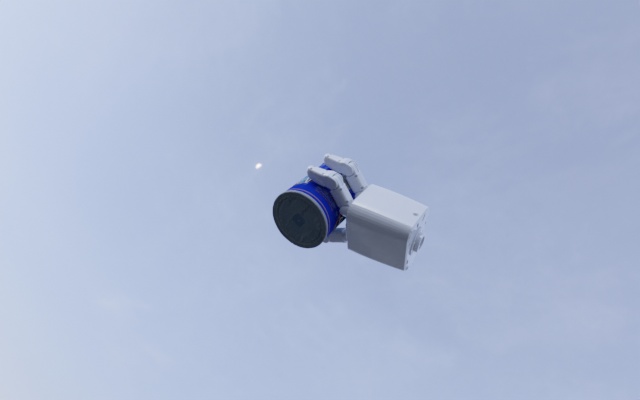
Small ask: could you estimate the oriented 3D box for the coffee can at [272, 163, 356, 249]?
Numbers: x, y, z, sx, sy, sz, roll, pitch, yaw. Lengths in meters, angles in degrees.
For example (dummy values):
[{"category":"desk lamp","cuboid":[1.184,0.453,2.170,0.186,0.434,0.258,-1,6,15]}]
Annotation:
[{"category":"coffee can","cuboid":[0.000,0.003,0.811,0.103,0.103,0.140,0,26,34]}]
